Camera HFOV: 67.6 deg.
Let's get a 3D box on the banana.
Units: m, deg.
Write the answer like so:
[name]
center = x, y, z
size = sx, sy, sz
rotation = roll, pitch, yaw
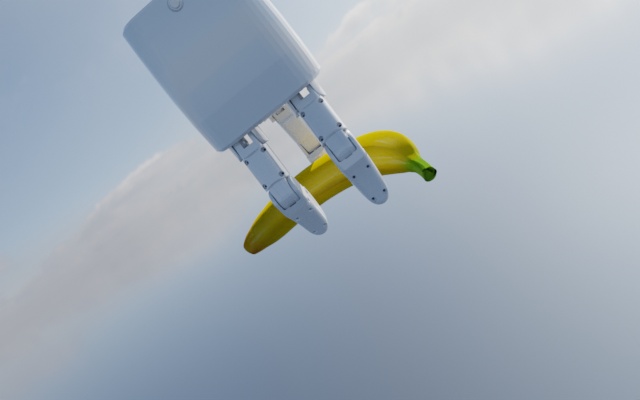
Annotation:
[banana]
center = 0.006, -0.012, 0.413
size = 0.198, 0.069, 0.037
rotation = -26, -60, 33
